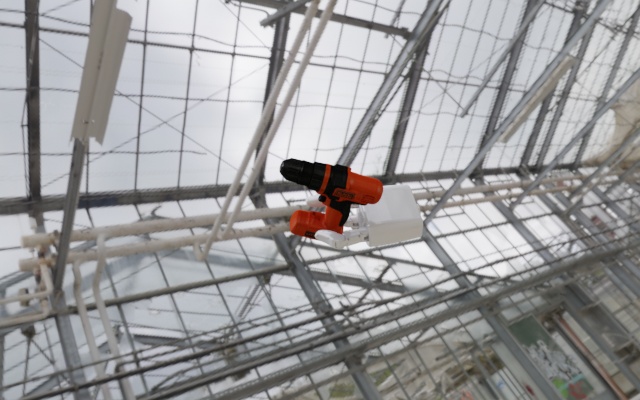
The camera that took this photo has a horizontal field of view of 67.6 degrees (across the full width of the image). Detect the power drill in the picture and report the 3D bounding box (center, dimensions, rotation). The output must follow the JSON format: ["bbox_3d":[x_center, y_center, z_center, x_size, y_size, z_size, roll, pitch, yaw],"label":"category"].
[{"bbox_3d":[0.000,0.003,0.876,0.184,0.057,0.188,16,-36,-9],"label":"power drill"}]
